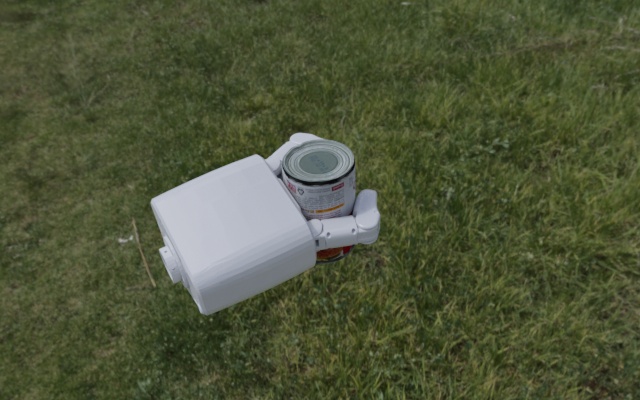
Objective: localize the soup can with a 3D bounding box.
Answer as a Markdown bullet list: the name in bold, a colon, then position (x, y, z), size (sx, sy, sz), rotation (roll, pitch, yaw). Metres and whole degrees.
- **soup can**: position (0.001, 0.001, 0.458), size (0.068, 0.102, 0.068), rotation (-2, 41, 2)
